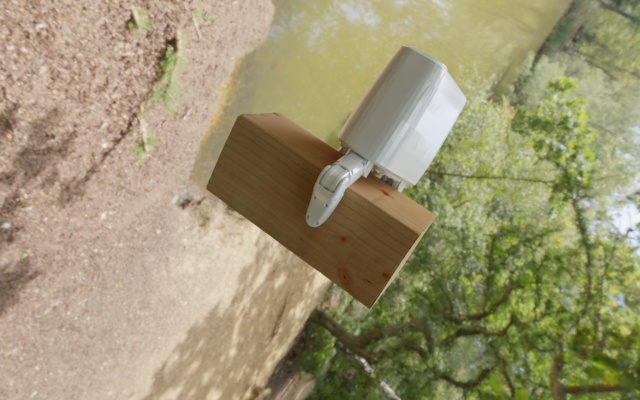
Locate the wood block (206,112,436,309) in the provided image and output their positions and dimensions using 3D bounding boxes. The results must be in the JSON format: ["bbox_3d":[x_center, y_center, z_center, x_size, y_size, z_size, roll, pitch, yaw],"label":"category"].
[{"bbox_3d":[0.000,0.001,0.489,0.206,0.090,0.091,35,22,14],"label":"wood block"}]
